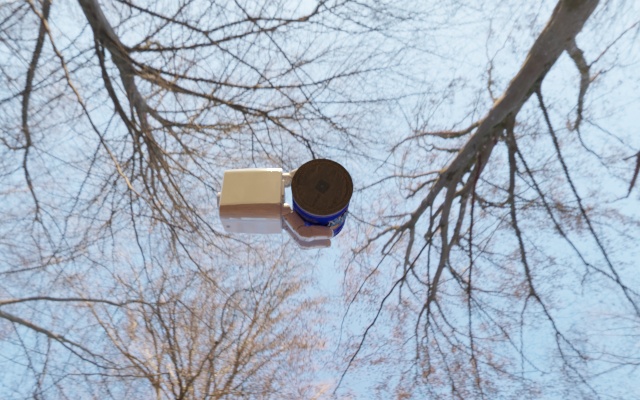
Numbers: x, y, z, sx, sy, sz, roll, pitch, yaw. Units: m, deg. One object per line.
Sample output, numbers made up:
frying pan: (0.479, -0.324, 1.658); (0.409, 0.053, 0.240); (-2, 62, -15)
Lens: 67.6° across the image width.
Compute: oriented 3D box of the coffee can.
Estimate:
coffee can: (0.000, 0.003, 0.841); (0.103, 0.102, 0.140); (0, -22, -2)
